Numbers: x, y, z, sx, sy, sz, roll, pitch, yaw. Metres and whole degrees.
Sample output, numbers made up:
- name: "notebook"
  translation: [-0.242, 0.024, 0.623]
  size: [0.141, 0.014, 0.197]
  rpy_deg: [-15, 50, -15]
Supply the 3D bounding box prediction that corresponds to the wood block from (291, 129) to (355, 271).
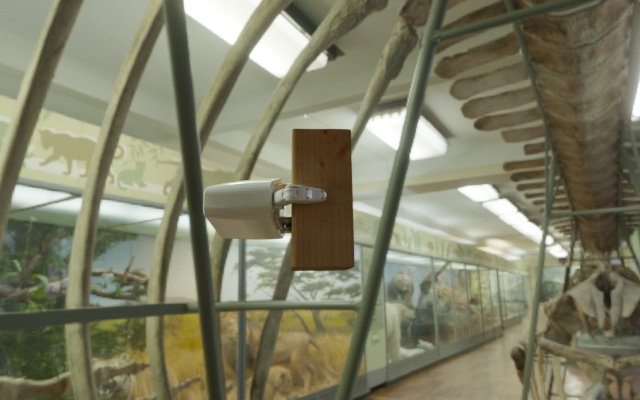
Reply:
- name: "wood block"
  translation: [0.000, 0.002, 0.733]
  size: [0.090, 0.206, 0.091]
  rpy_deg: [0, -11, -5]
